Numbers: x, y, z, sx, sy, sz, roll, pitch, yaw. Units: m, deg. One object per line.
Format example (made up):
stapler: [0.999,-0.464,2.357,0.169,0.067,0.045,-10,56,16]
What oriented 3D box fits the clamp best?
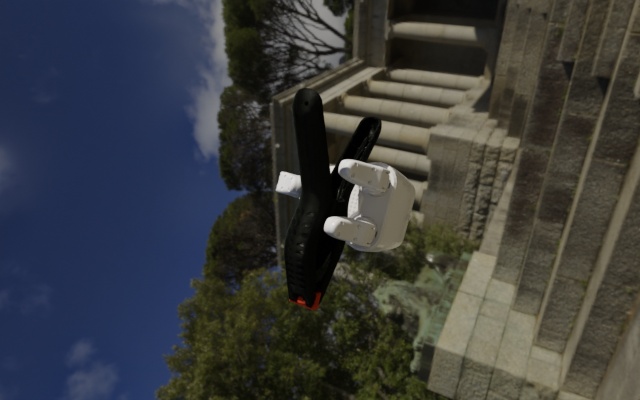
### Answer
clamp: [-0.001,0.002,0.457,0.036,0.210,0.164,15,0,27]
